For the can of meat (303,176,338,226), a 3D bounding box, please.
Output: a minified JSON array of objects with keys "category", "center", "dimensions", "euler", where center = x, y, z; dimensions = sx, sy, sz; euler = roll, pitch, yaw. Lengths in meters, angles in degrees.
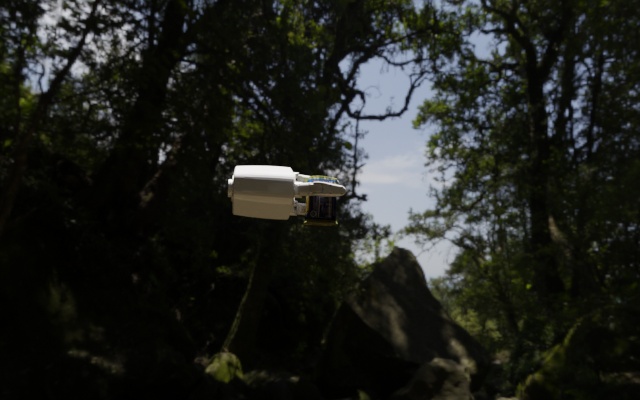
[{"category":"can of meat","center":[0.000,0.003,0.874],"dimensions":[0.057,0.084,0.102],"euler":[3,-5,-5]}]
